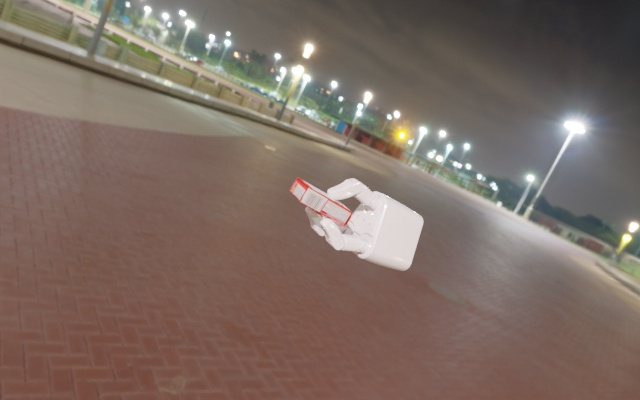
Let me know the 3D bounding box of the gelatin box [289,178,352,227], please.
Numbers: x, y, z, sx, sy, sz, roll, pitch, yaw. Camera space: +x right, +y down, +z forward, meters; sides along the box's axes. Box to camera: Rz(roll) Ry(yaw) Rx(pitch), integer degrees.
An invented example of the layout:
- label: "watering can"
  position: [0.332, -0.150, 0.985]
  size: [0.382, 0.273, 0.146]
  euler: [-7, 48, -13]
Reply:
- label: "gelatin box"
  position: [0.000, 0.002, 0.765]
  size: [0.089, 0.030, 0.073]
  euler: [30, 5, -22]
